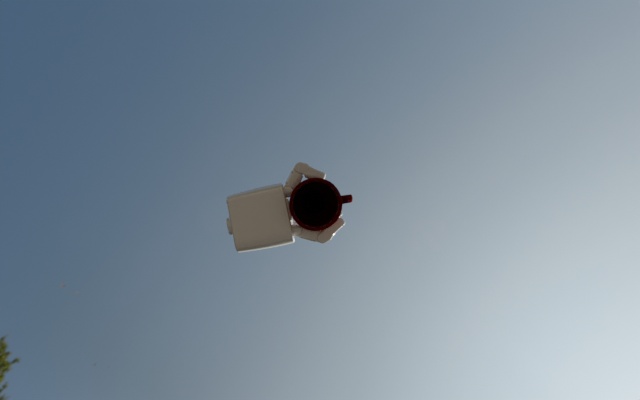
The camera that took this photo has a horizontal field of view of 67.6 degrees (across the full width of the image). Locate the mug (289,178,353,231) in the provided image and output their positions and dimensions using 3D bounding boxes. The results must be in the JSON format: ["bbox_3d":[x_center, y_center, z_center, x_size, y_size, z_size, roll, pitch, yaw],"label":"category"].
[{"bbox_3d":[0.002,0.002,0.867,0.117,0.093,0.081,-11,4,-5],"label":"mug"}]
